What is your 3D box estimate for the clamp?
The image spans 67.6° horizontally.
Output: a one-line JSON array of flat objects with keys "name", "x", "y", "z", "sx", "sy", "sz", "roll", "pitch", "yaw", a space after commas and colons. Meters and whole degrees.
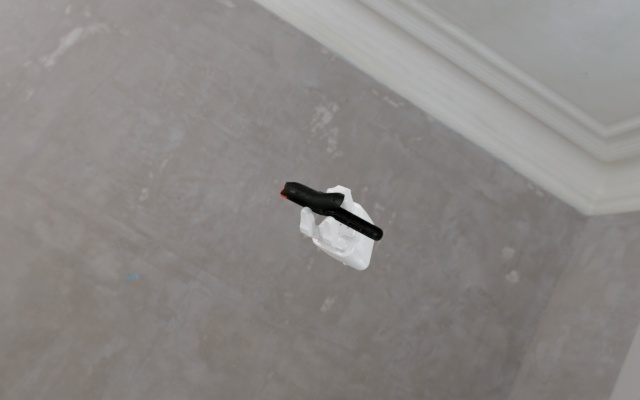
[{"name": "clamp", "x": 0.000, "y": 0.002, "z": 0.859, "sx": 0.210, "sy": 0.036, "sz": 0.165, "roll": 23, "pitch": -13, "yaw": 33}]
